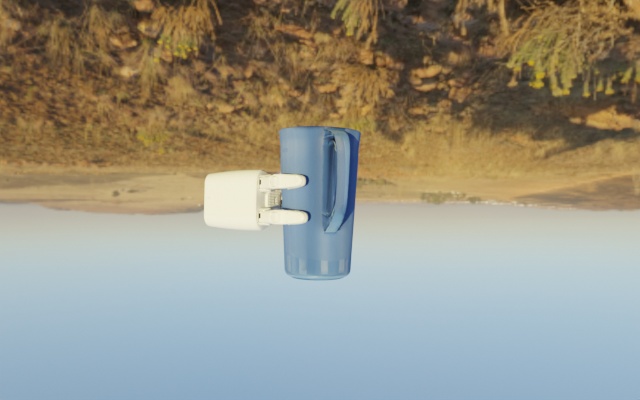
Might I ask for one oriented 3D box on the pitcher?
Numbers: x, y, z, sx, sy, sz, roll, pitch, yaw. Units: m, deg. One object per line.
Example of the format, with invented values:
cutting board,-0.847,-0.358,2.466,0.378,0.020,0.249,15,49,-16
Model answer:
pitcher,0.000,0.003,0.769,0.145,0.243,0.149,1,0,24
